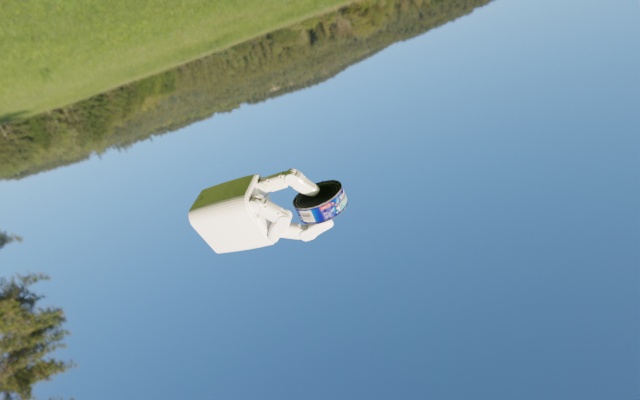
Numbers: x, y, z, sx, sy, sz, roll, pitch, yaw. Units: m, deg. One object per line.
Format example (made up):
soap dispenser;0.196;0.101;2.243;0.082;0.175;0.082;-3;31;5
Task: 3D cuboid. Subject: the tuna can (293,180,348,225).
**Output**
tuna can;0.000;0.003;0.778;0.086;0.034;0.086;-19;25;9
